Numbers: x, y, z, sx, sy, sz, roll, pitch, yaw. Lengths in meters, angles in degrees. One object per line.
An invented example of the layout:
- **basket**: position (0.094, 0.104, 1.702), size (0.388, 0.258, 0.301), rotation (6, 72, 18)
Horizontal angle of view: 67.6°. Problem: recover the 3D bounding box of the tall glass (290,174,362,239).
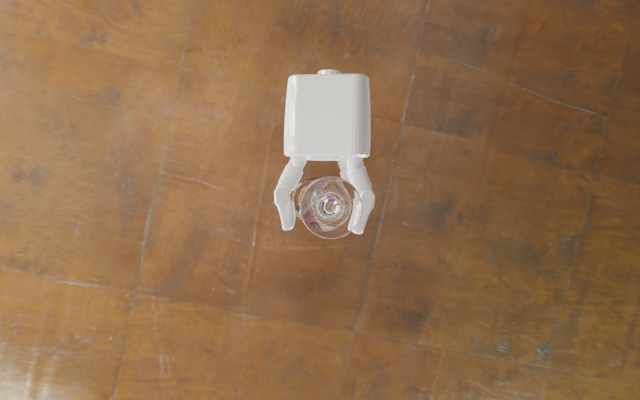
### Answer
- **tall glass**: position (0.000, 0.002, 0.660), size (0.079, 0.079, 0.201), rotation (0, 3, -8)
